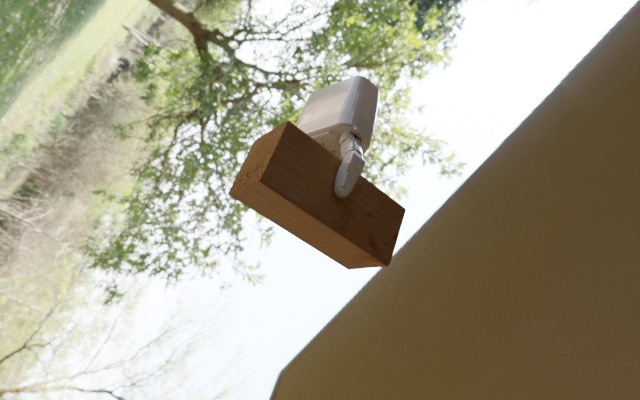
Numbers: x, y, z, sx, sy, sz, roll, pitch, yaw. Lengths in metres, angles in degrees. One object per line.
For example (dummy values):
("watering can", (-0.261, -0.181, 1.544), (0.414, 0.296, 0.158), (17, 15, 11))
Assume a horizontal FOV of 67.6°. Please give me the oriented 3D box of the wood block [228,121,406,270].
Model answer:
("wood block", (0.001, 0.002, 0.617), (0.206, 0.090, 0.091), (34, -28, -24))
